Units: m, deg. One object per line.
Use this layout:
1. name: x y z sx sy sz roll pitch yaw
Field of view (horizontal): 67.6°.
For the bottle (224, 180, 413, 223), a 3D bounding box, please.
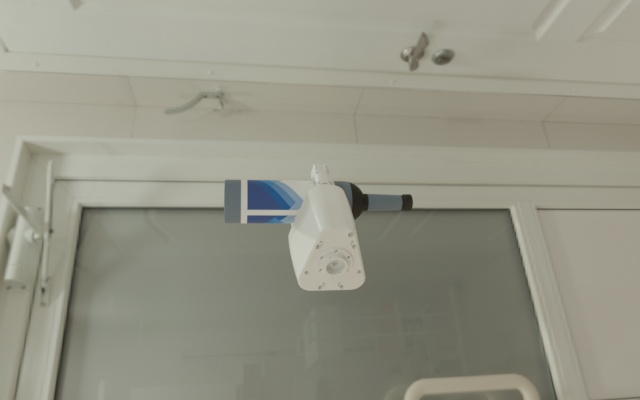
1. bottle: 0.000 0.002 0.748 0.296 0.069 0.069 0 0 -10
